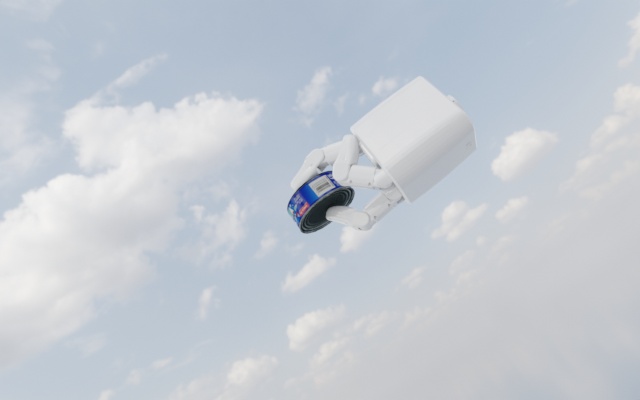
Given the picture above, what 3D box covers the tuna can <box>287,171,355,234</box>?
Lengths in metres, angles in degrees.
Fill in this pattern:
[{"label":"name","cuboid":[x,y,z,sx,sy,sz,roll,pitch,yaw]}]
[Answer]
[{"label":"tuna can","cuboid":[0.000,0.002,0.612,0.086,0.033,0.086,-32,-23,-16]}]
